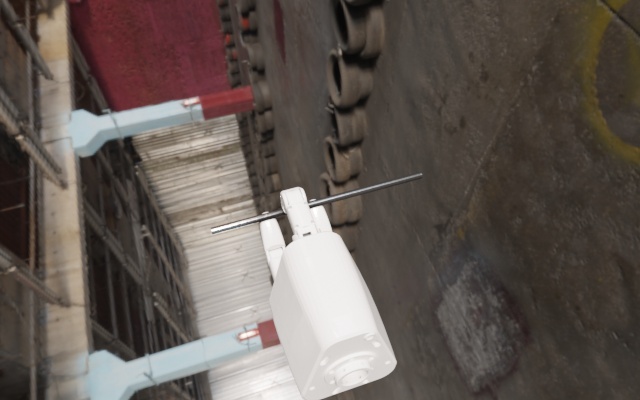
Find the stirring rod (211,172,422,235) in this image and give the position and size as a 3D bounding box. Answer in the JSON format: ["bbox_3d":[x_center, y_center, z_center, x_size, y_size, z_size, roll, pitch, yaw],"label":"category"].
[{"bbox_3d":[0.000,0.002,0.522,0.239,0.011,0.011,-15,3,-11],"label":"stirring rod"}]
